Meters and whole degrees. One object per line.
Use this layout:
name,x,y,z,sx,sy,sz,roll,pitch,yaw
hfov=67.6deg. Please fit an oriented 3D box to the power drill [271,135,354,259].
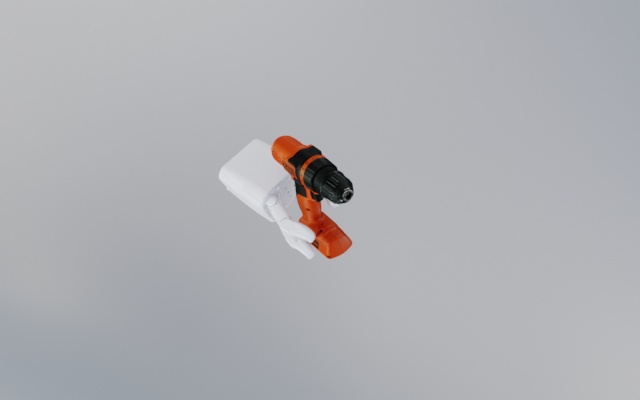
power drill,0.000,0.003,0.750,0.057,0.188,0.184,-29,42,-19
